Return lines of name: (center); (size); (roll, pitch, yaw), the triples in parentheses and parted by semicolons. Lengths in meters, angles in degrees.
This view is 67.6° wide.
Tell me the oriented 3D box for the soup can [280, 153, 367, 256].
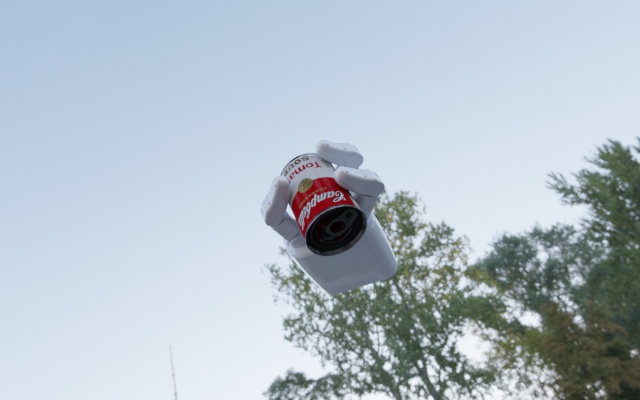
soup can: (0.000, 0.001, 0.525); (0.068, 0.068, 0.102); (0, 37, -25)
